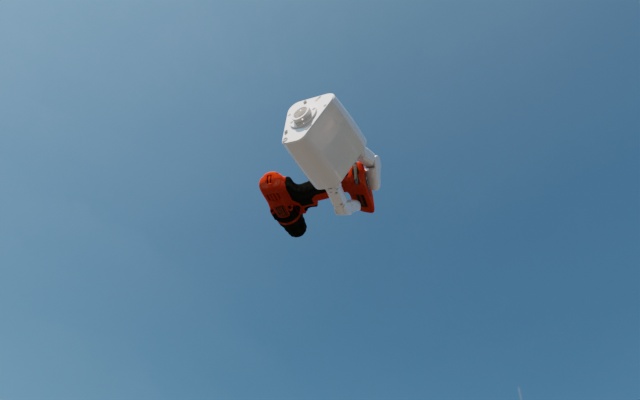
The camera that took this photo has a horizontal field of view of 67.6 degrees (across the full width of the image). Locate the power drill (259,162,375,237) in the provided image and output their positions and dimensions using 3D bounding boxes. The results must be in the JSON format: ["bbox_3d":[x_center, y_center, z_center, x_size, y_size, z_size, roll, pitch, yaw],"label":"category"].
[{"bbox_3d":[0.001,0.003,0.871,0.187,0.057,0.185,-12,-34,10],"label":"power drill"}]
